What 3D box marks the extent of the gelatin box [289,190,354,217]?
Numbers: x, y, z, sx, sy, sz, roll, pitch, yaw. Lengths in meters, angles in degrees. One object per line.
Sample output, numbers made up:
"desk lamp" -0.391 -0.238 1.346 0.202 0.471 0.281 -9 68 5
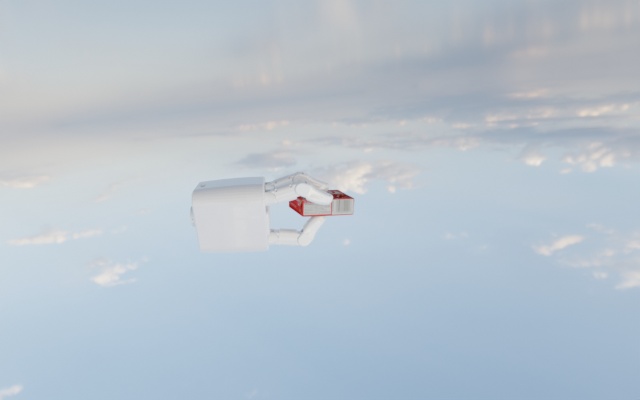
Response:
"gelatin box" 0.000 0.003 0.765 0.089 0.030 0.073 -2 12 -18
